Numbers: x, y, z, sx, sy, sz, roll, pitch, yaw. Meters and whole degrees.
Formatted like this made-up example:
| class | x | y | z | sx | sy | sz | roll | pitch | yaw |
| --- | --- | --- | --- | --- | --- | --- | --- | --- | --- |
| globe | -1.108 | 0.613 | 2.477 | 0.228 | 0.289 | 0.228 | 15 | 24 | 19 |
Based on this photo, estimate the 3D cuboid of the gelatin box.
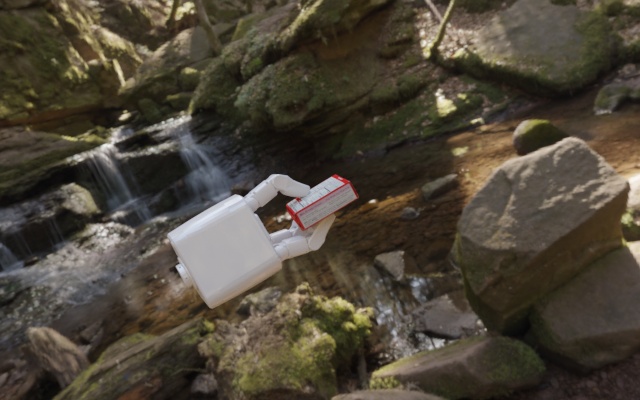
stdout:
| class | x | y | z | sx | sy | sz | roll | pitch | yaw |
| --- | --- | --- | --- | --- | --- | --- | --- | --- | --- |
| gelatin box | 0.000 | 0.002 | 0.658 | 0.089 | 0.030 | 0.073 | -32 | 15 | -6 |
